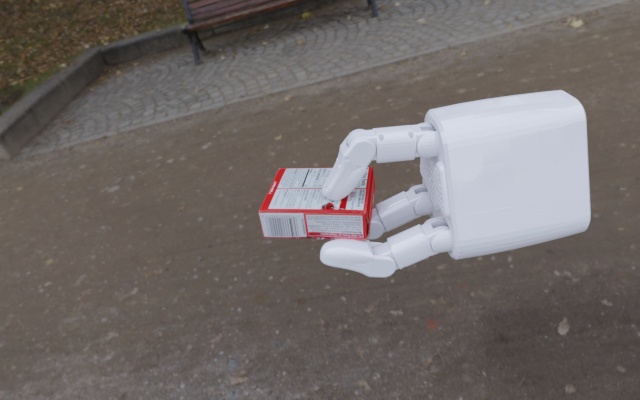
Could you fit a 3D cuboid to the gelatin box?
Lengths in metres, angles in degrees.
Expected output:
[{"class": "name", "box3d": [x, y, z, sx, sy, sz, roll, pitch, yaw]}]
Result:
[{"class": "gelatin box", "box3d": [0.000, 0.001, 0.406, 0.089, 0.030, 0.073, 0, 33, 10]}]
